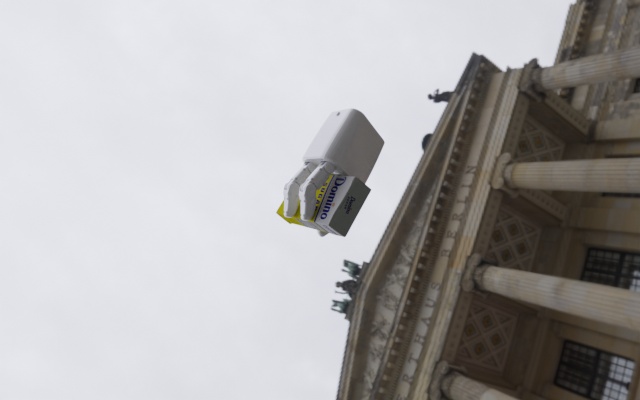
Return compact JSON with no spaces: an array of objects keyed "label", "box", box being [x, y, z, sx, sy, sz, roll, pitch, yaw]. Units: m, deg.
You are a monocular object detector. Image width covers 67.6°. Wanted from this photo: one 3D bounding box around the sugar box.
[{"label":"sugar box","box":[0.000,0.002,0.815,0.048,0.093,0.176,37,-16,-27]}]
